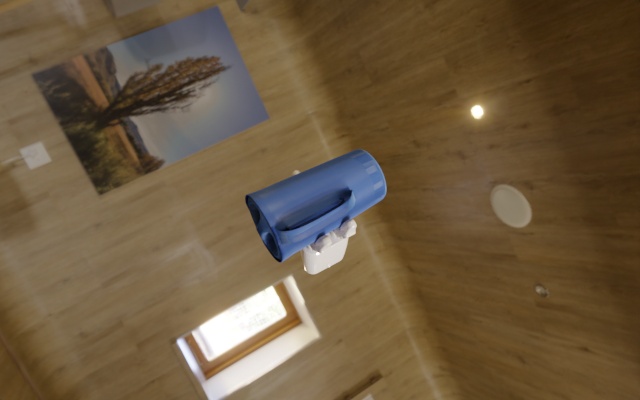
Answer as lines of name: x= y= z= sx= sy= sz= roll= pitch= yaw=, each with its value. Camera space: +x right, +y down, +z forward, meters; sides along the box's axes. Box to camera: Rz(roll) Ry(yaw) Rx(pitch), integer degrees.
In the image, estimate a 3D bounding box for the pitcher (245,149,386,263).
pitcher: x=0.000 y=0.003 z=0.862 sx=0.243 sy=0.149 sz=0.145 roll=-27 pitch=-27 yaw=-17
